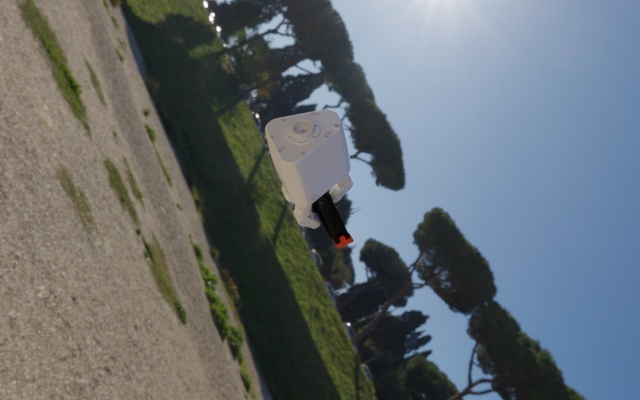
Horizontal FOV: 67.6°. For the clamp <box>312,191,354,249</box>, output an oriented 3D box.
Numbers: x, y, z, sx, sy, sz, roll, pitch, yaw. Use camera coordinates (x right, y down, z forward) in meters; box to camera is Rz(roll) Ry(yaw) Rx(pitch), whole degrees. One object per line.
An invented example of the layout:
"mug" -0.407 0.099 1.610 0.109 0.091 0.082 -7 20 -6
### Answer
"clamp" 0.001 0.003 0.816 0.036 0.210 0.165 -26 -32 -5
